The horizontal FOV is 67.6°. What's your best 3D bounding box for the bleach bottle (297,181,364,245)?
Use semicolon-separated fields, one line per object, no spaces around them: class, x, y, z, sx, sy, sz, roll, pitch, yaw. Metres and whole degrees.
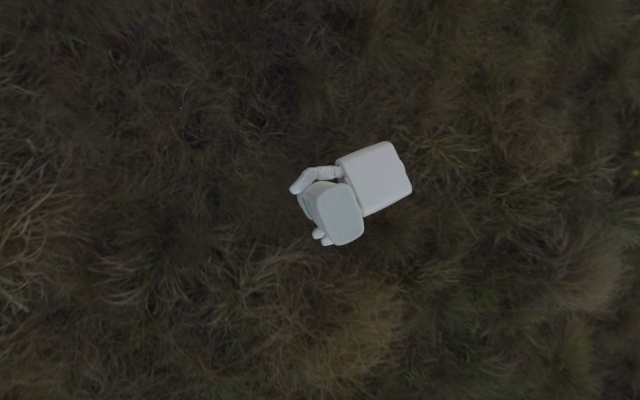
bleach bottle;0.000;0.003;0.882;0.068;0.102;0.250;-25;16;-10
